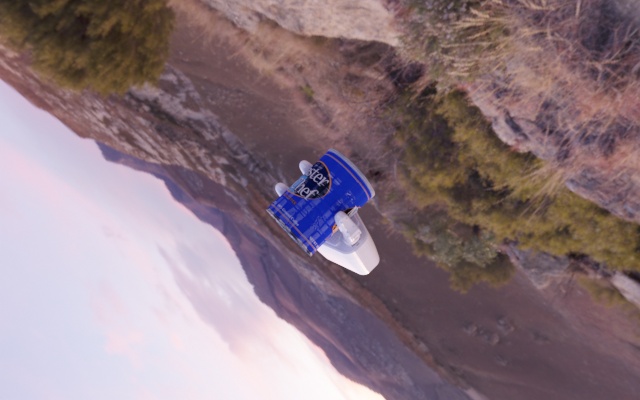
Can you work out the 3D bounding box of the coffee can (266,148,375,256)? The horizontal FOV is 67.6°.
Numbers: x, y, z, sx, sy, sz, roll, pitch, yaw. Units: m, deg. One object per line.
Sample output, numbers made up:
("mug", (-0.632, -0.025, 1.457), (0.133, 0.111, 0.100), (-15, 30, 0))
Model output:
("coffee can", (0.000, 0.002, 0.749), (0.140, 0.103, 0.103), (-44, 7, -7))
